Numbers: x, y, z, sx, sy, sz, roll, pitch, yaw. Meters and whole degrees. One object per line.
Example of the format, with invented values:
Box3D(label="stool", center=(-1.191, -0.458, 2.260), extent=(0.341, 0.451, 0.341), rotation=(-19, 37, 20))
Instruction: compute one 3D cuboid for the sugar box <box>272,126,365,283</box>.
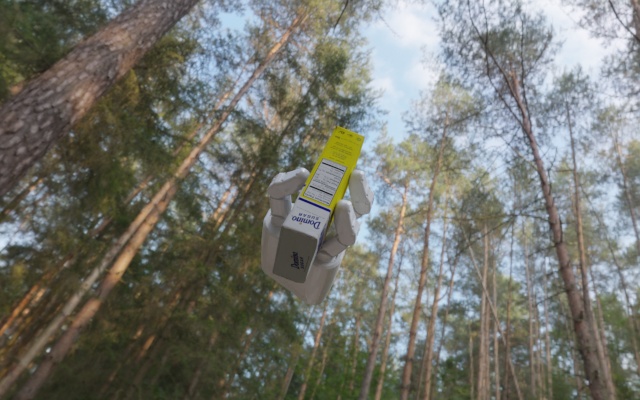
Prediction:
Box3D(label="sugar box", center=(0.001, 0.002, 0.560), extent=(0.048, 0.176, 0.093), rotation=(20, -41, 3))
